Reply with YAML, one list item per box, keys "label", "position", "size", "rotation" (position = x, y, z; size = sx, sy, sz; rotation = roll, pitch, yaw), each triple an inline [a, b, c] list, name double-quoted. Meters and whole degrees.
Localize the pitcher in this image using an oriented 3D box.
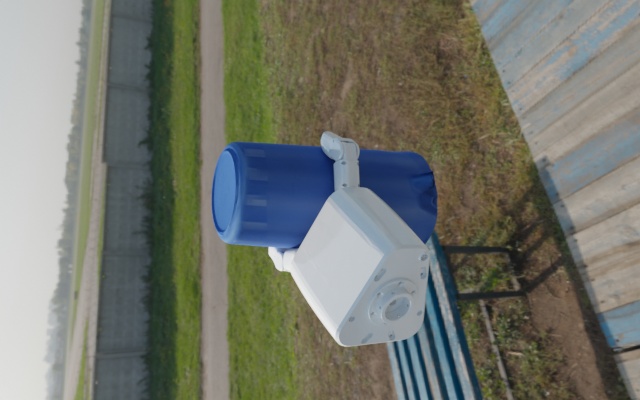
- label: "pitcher"
  position: [0.000, 0.002, 0.562]
  size: [0.243, 0.149, 0.145]
  rotation: [4, 26, -28]
